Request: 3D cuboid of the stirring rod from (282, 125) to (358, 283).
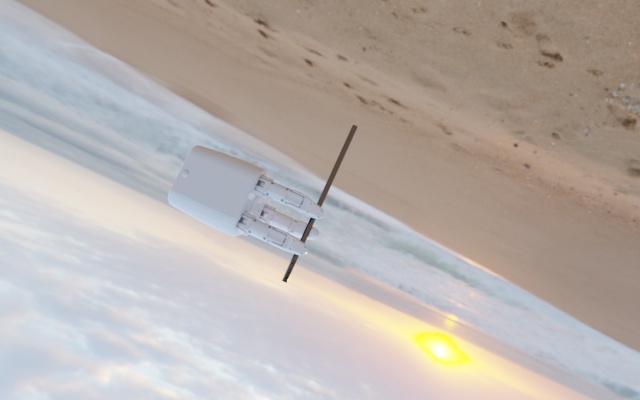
[{"bbox_3d":[0.000,0.002,0.664,0.011,0.239,0.011,24,-8,4],"label":"stirring rod"}]
